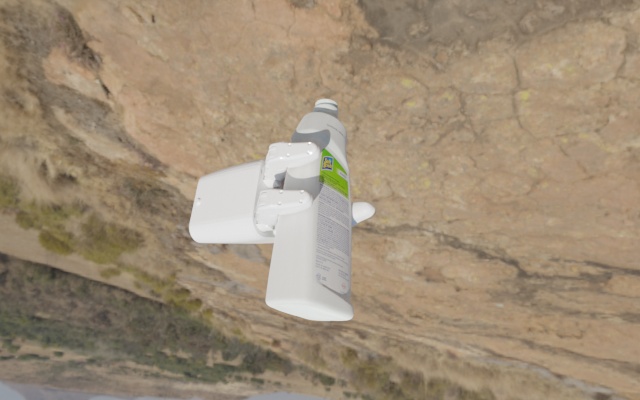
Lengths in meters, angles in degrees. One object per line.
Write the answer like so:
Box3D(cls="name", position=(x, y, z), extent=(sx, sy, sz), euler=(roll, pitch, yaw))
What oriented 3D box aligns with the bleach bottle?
Box3D(cls="bleach bottle", position=(0.000, 0.002, 0.544), extent=(0.068, 0.250, 0.103), euler=(-9, -27, 32))
